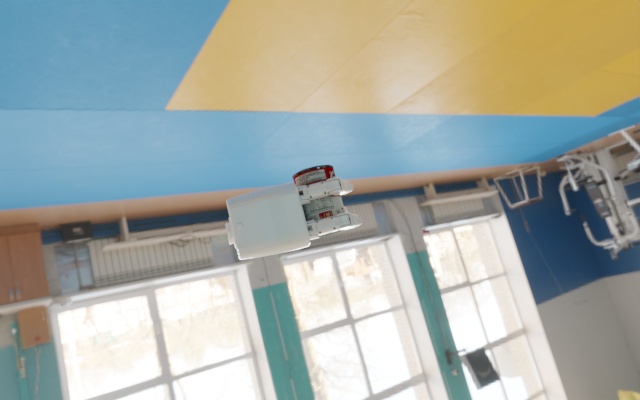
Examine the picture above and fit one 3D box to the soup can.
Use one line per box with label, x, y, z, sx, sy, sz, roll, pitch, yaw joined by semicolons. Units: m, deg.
soup can;0.001;0.003;0.755;0.068;0.102;0.068;-14;-10;-3
